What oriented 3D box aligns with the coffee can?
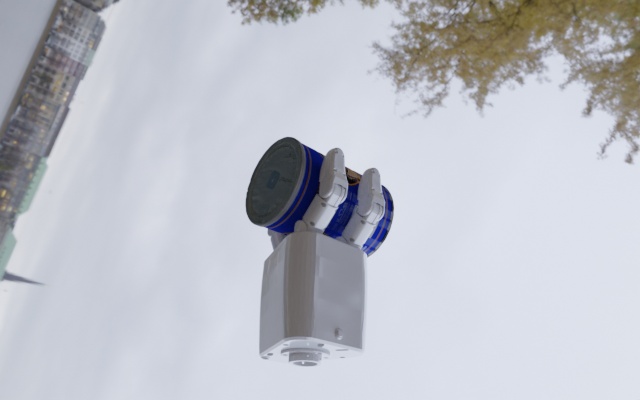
[{"bbox_3d":[0.000,0.002,0.552,0.140,0.102,0.103,24,-14,-34],"label":"coffee can"}]
